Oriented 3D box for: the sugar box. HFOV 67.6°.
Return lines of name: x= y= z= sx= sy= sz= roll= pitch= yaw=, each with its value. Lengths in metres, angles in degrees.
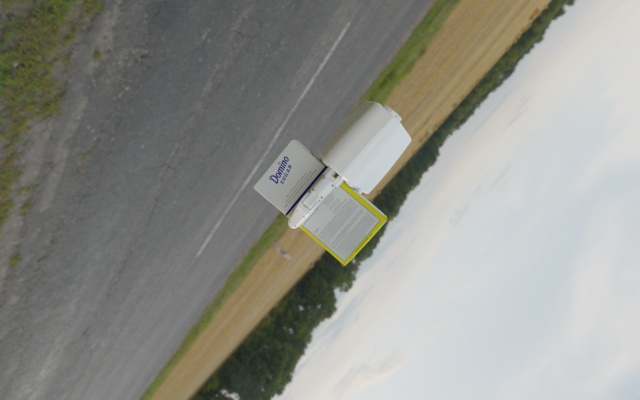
sugar box: x=0.000 y=0.002 z=0.691 sx=0.176 sy=0.093 sz=0.048 roll=42 pitch=8 yaw=5
